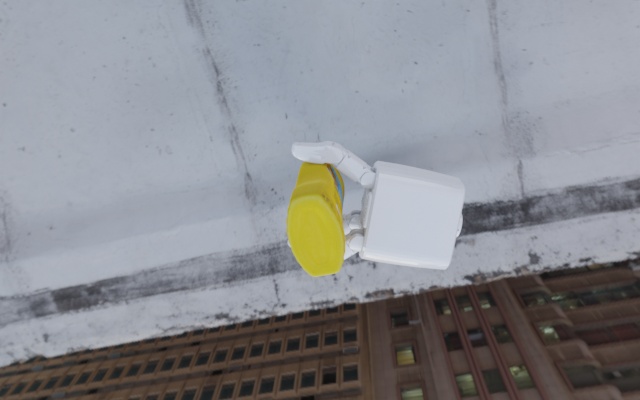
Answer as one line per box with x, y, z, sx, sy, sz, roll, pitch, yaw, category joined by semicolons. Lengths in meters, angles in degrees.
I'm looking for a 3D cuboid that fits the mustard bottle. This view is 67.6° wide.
0.000;0.002;0.570;0.058;0.096;0.191;-13;22;8;mustard bottle
